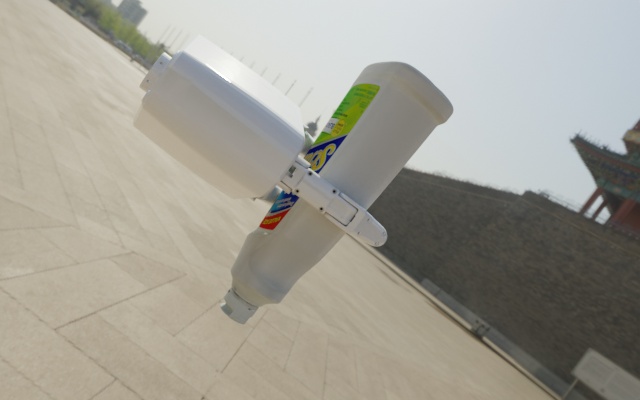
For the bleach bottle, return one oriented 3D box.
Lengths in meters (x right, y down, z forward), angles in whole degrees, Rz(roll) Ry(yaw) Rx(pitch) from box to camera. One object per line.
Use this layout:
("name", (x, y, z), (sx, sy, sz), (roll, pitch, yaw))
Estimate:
("bleach bottle", (0.000, 0.001, 0.411), (0.068, 0.251, 0.102), (36, 1, -22))
